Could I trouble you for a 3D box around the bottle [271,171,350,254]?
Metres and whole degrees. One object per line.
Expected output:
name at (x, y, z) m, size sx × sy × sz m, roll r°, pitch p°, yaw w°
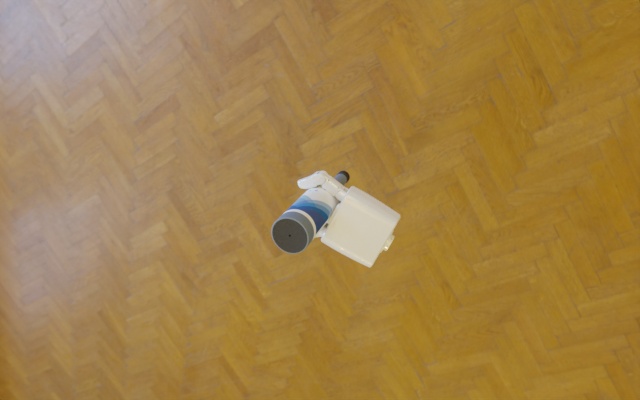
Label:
bottle at (0.000, 0.003, 0.899) m, size 0.069 × 0.069 × 0.295 m, roll 0°, pitch 22°, yaw 21°
